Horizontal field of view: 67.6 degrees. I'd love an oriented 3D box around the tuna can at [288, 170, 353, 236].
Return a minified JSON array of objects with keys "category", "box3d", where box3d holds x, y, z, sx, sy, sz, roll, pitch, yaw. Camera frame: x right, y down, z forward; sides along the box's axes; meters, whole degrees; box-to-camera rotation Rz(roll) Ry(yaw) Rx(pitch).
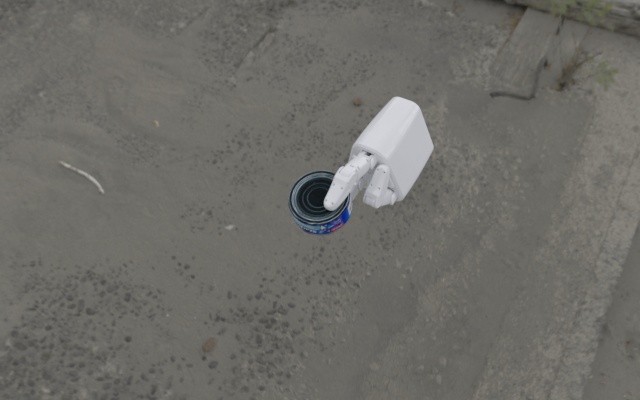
[{"category":"tuna can","box3d":[0.000,0.002,0.649,0.086,0.086,0.034,0,-29,11]}]
